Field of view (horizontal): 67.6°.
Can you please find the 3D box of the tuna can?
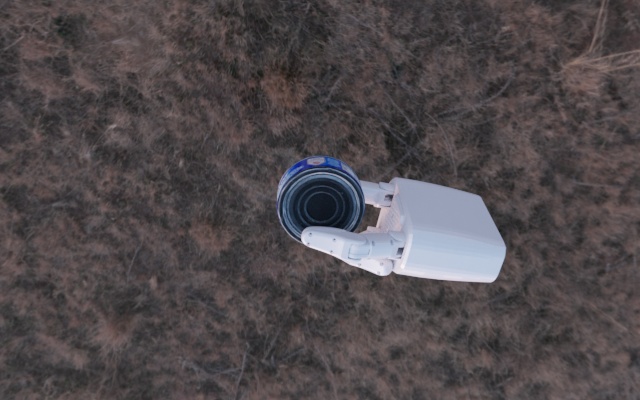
[{"bbox_3d":[0.000,0.002,0.465,0.086,0.086,0.033,0,23,-3],"label":"tuna can"}]
